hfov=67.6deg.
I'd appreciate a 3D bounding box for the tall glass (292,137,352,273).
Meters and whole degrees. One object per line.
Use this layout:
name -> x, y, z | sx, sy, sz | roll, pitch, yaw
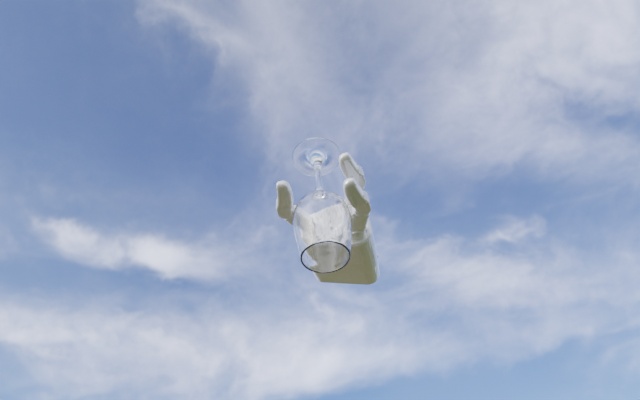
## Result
tall glass -> 0.000, 0.002, 0.655 | 0.079, 0.079, 0.200 | 0, 43, -5
